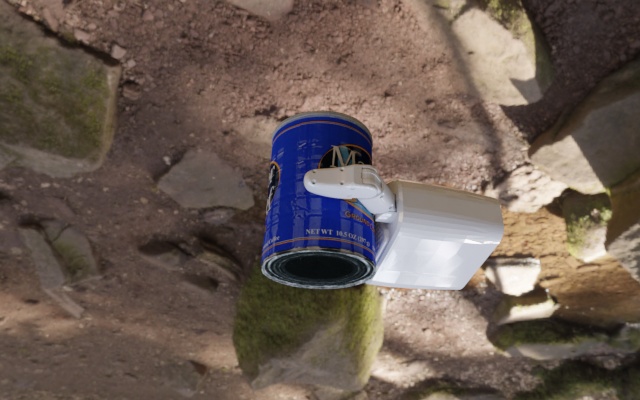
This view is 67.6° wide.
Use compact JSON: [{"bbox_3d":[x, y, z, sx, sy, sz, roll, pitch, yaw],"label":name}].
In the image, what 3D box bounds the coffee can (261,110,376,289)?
[{"bbox_3d":[0.000,0.001,0.455,0.103,0.140,0.103,1,-27,1],"label":"coffee can"}]
